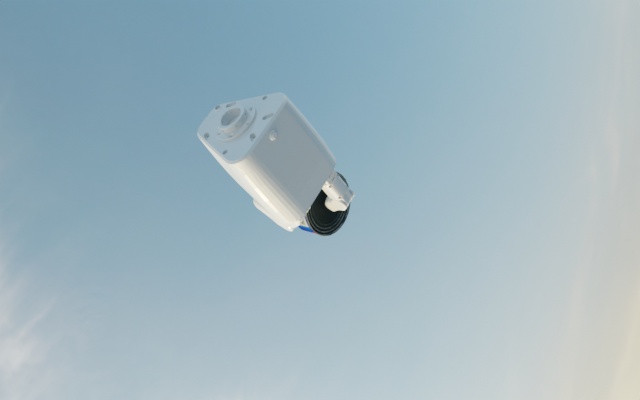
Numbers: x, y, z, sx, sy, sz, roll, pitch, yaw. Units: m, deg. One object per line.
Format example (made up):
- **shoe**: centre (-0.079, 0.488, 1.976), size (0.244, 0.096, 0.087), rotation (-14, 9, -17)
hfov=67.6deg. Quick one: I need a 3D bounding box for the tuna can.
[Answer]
- **tuna can**: centre (0.000, 0.002, 0.631), size (0.033, 0.086, 0.086), rotation (11, 7, 42)
